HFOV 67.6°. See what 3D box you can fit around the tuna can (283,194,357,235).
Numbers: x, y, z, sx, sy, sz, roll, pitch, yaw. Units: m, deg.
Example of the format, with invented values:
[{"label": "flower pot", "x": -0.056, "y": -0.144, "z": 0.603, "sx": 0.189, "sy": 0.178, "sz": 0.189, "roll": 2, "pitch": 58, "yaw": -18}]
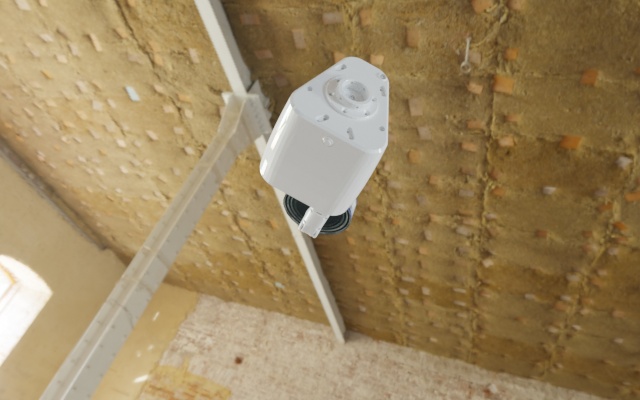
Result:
[{"label": "tuna can", "x": 0.000, "y": 0.002, "z": 0.583, "sx": 0.086, "sy": 0.033, "sz": 0.086, "roll": 14, "pitch": -39, "yaw": 11}]
